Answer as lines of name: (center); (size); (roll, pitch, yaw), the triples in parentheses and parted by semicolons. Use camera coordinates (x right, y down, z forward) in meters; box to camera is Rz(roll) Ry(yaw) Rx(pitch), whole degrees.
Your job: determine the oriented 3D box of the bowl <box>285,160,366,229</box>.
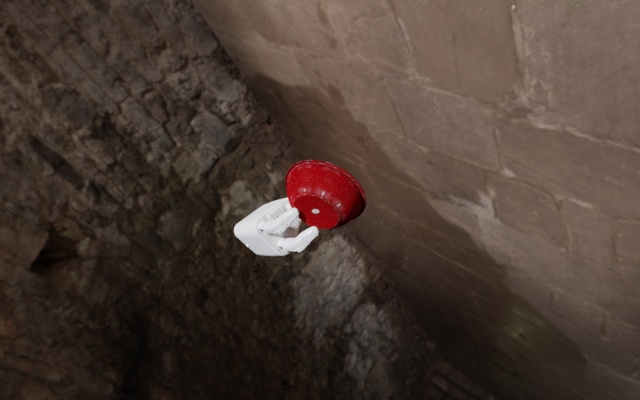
bowl: (0.001, 0.003, 0.880); (0.162, 0.055, 0.162); (15, -40, 13)
